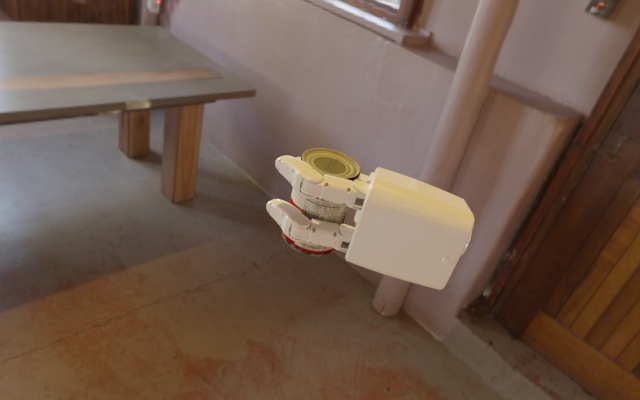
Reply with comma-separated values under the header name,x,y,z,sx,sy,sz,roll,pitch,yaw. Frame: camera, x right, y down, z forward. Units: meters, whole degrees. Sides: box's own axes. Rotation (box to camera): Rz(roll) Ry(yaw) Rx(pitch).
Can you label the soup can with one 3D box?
name,x,y,z,sx,sy,sz,roll,pitch,yaw
soup can,0.000,0.001,0.533,0.068,0.102,0.068,11,31,-7
